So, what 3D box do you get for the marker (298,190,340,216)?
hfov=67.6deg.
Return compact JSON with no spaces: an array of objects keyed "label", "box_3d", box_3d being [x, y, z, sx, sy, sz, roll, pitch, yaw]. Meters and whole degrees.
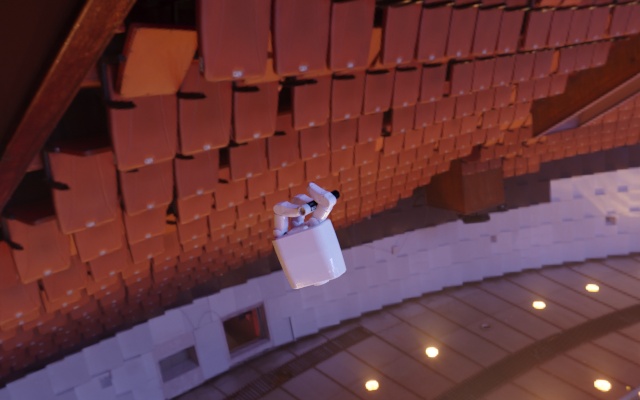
[{"label":"marker","box_3d":[0.000,0.003,0.899,0.020,0.020,0.121,0,16,35]}]
